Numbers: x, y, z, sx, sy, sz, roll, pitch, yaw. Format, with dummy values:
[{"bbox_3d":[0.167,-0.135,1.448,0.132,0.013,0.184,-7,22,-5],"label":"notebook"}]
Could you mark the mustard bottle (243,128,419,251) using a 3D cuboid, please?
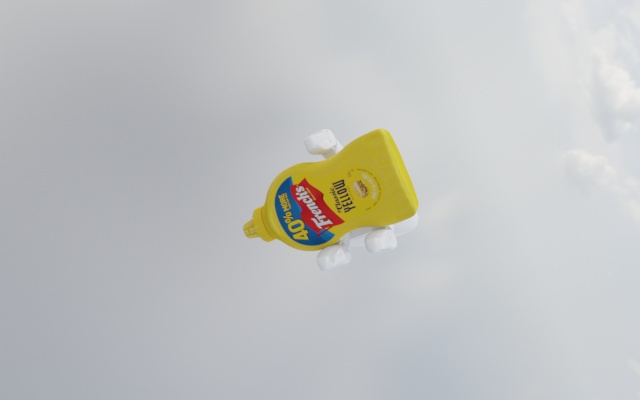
[{"bbox_3d":[0.000,0.002,0.514,0.191,0.096,0.058,-22,7,20],"label":"mustard bottle"}]
